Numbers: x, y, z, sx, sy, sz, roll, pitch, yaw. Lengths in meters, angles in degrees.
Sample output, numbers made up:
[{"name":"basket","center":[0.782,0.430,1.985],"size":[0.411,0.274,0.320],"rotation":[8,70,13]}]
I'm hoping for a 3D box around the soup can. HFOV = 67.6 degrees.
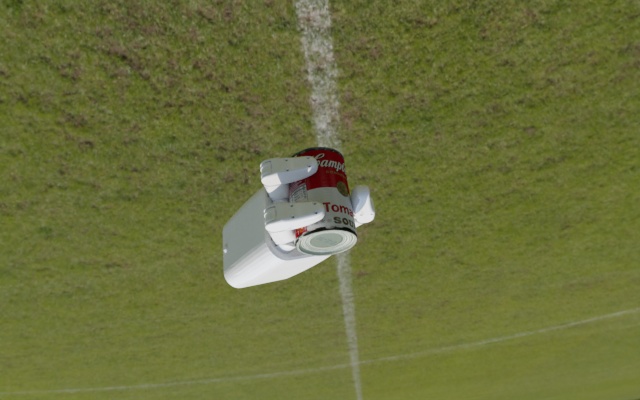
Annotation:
[{"name":"soup can","center":[0.001,0.002,0.524],"size":[0.068,0.102,0.068],"rotation":[-6,-29,-3]}]
